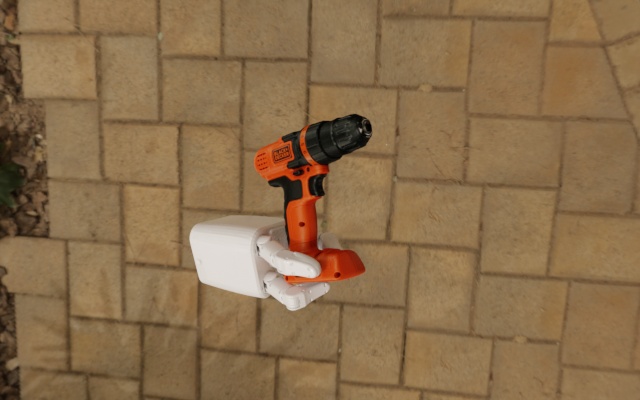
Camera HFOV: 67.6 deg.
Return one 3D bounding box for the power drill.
[{"bbox_3d":[0.000,0.002,0.579,0.057,0.187,0.184,-5,-6,-44],"label":"power drill"}]
